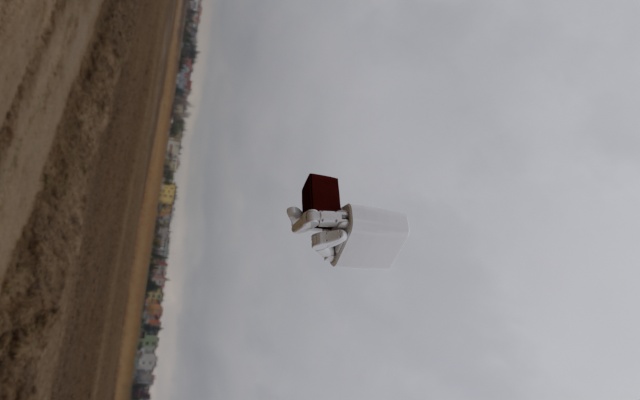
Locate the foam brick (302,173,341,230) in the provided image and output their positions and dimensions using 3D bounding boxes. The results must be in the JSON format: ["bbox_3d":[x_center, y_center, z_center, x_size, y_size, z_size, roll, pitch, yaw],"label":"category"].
[{"bbox_3d":[0.000,0.002,0.808,0.051,0.078,0.053,7,-33,-17],"label":"foam brick"}]
